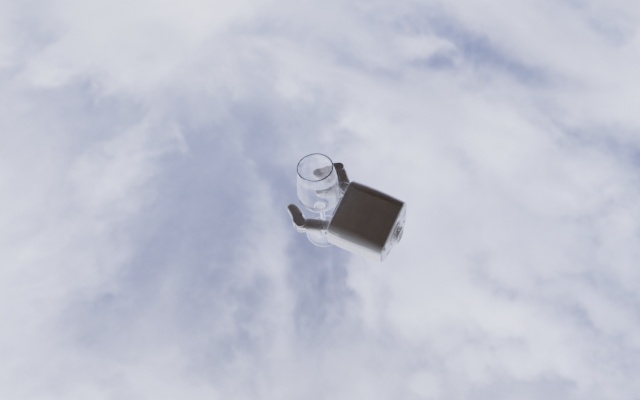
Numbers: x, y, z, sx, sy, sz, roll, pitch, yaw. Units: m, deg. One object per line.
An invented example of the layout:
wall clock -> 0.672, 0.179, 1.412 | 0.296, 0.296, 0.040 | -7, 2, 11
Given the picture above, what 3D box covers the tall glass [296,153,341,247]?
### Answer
tall glass -> 0.000, 0.003, 0.872 | 0.079, 0.079, 0.201 | 0, -36, 7
